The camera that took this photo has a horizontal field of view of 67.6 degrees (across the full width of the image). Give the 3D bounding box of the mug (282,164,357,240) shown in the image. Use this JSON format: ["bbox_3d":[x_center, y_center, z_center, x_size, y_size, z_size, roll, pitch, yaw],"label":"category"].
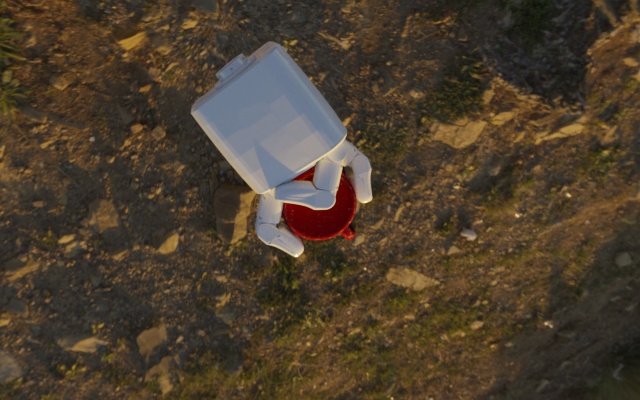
[{"bbox_3d":[0.001,0.003,0.542,0.093,0.117,0.081,-38,23,5],"label":"mug"}]
